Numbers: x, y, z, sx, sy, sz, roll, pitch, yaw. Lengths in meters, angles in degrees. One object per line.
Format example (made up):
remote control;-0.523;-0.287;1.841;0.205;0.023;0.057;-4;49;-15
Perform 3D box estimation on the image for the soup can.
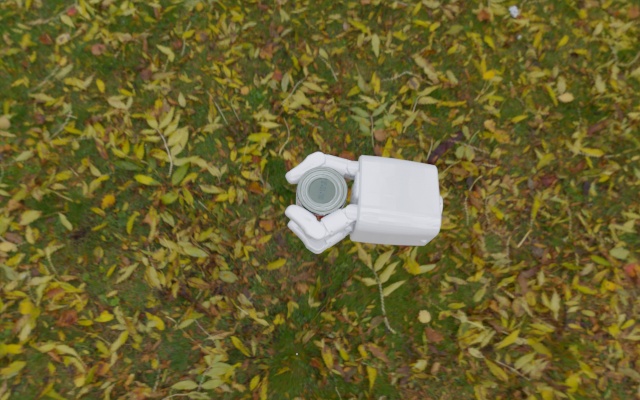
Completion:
soup can;0.000;0.002;0.655;0.068;0.068;0.102;0;-18;-3
